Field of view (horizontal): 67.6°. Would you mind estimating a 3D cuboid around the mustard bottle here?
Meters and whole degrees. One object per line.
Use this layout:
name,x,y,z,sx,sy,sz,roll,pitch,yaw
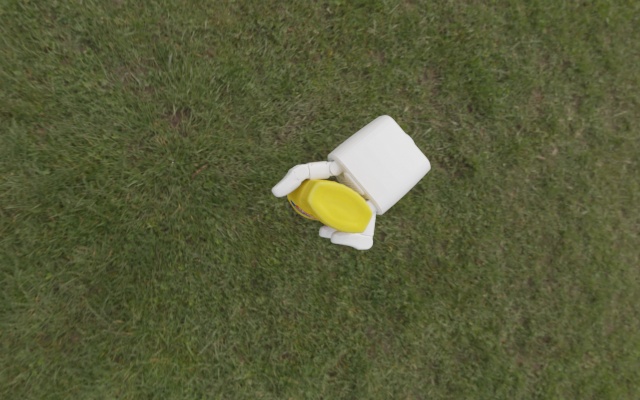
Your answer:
mustard bottle,0.000,0.003,0.713,0.096,0.058,0.191,28,-4,-17
